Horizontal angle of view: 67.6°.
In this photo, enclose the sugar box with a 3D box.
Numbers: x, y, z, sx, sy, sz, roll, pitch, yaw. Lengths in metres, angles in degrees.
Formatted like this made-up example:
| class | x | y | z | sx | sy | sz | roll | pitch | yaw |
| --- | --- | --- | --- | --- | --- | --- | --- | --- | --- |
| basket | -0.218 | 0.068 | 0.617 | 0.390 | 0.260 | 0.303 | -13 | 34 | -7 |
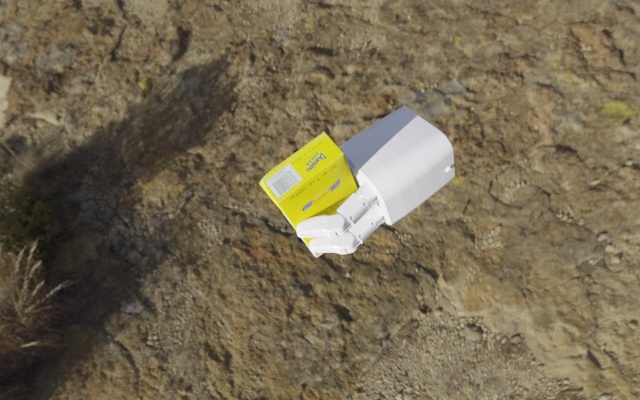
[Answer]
| class | x | y | z | sx | sy | sz | roll | pitch | yaw |
| --- | --- | --- | --- | --- | --- | --- | --- | --- | --- |
| sugar box | 0.000 | 0.002 | 0.588 | 0.093 | 0.048 | 0.176 | -36 | -32 | -4 |
